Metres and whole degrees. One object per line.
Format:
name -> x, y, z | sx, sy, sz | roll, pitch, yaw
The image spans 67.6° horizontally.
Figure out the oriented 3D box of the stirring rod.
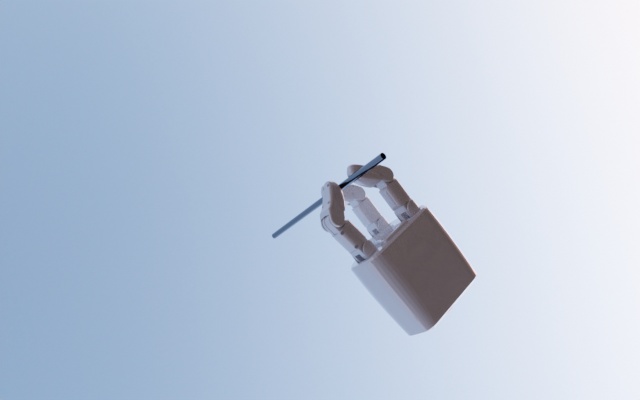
stirring rod -> 0.000, 0.002, 0.583 | 0.011, 0.011, 0.240 | 0, -24, -36
